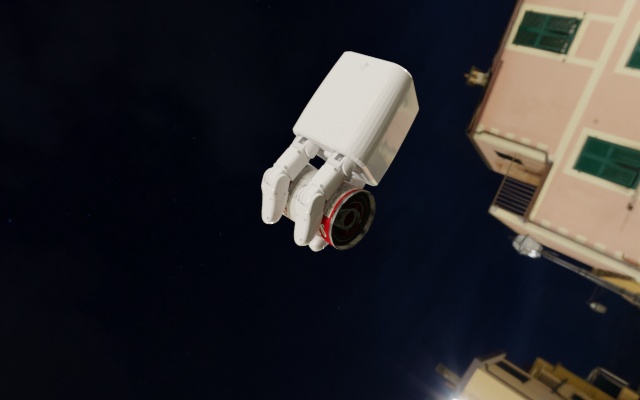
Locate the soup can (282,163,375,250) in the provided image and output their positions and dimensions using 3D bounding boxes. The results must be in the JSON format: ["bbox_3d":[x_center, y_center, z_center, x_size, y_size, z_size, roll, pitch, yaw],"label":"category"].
[{"bbox_3d":[0.000,0.002,0.528,0.102,0.068,0.068,29,19,38],"label":"soup can"}]
